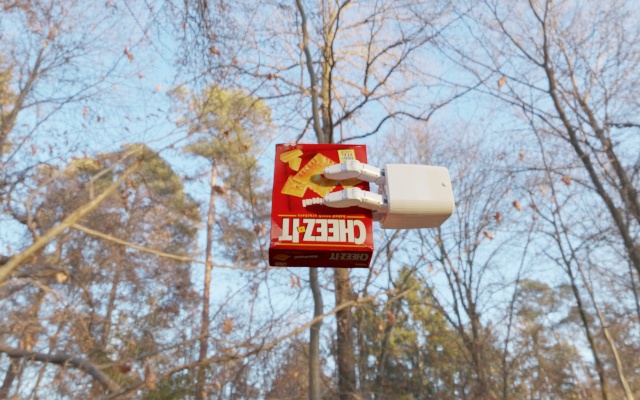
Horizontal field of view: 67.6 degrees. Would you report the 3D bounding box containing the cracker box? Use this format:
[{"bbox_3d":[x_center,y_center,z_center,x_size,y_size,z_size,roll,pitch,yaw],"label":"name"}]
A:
[{"bbox_3d":[0.000,0.003,0.800,0.164,0.213,0.072,1,-34,-2],"label":"cracker box"}]
